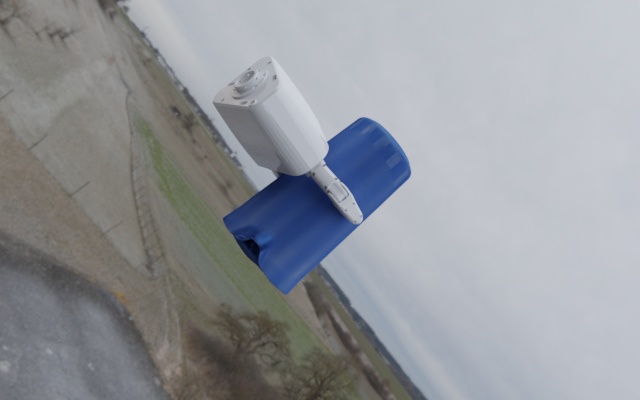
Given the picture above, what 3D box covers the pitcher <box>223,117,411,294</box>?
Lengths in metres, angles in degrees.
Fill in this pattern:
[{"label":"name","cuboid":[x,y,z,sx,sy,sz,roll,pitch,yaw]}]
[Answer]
[{"label":"pitcher","cuboid":[0.000,0.002,0.656,0.243,0.145,0.149,-40,36,-4]}]
